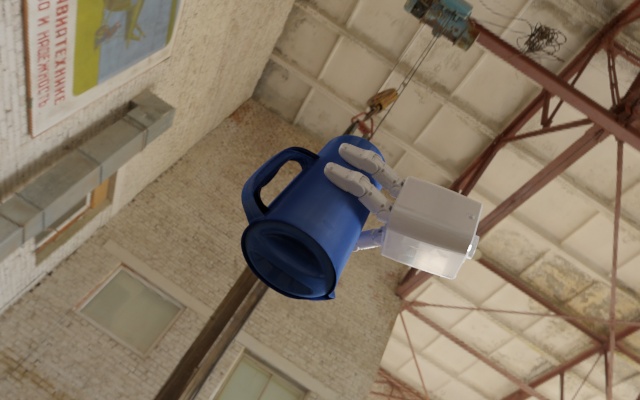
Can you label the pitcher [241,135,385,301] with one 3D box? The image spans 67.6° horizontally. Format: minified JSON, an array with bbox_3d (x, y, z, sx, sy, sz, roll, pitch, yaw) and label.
[{"bbox_3d":[0.000,0.002,0.660,0.145,0.149,0.242,19,43,15],"label":"pitcher"}]
